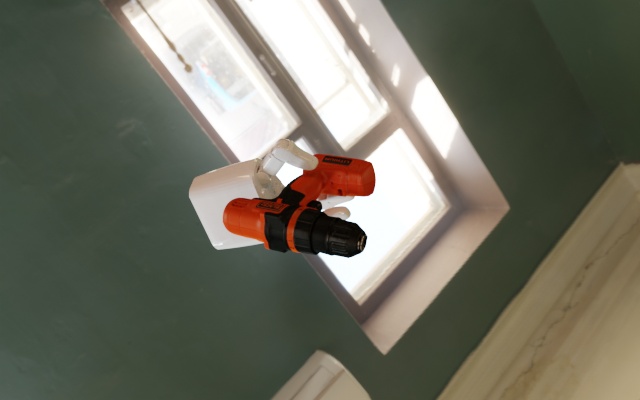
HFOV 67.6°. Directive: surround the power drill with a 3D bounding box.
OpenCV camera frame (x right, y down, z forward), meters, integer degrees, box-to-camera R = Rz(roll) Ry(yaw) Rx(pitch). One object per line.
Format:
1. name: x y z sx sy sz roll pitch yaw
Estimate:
1. power drill: 0.000 0.002 0.597 0.184 0.057 0.187 11 29 27
